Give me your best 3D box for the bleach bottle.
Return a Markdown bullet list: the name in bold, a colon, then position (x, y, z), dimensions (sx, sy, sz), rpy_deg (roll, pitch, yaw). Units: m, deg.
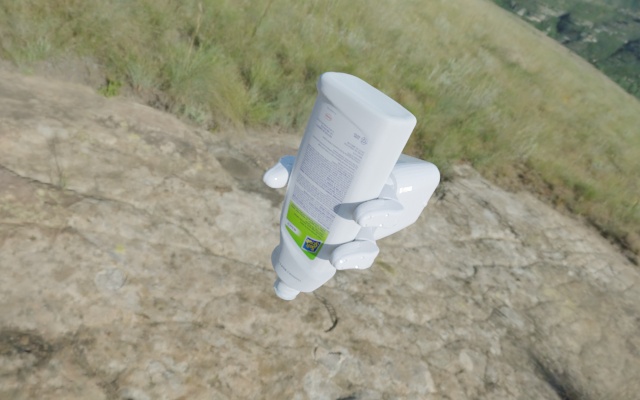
- **bleach bottle**: position (0.000, 0.002, 0.506), dimensions (0.102, 0.251, 0.068), rpy_deg (41, 32, 27)
